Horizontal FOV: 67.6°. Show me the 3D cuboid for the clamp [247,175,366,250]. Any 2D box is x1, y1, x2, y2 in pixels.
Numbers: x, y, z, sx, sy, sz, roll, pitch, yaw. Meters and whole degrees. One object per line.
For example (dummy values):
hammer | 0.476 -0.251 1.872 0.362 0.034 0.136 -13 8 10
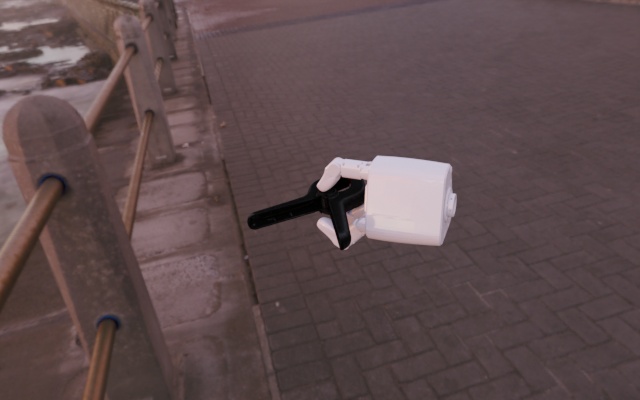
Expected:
clamp | 0.000 0.001 0.728 0.164 0.036 0.210 7 30 23
